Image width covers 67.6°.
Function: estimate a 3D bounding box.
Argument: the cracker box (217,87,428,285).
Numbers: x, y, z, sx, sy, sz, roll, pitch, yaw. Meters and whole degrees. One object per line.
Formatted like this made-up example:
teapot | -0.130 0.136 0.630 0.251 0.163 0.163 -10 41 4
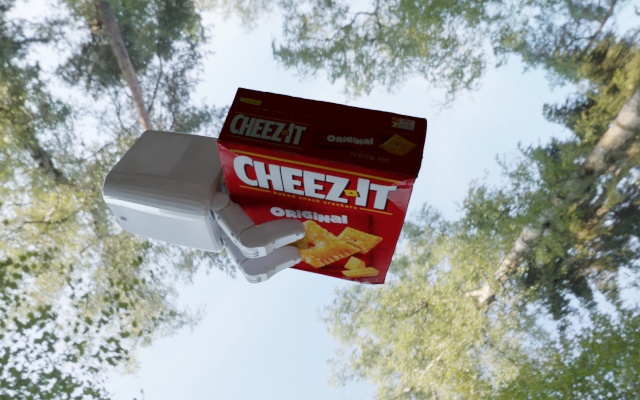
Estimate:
cracker box | 0.000 0.001 0.469 0.164 0.072 0.214 10 -32 6
